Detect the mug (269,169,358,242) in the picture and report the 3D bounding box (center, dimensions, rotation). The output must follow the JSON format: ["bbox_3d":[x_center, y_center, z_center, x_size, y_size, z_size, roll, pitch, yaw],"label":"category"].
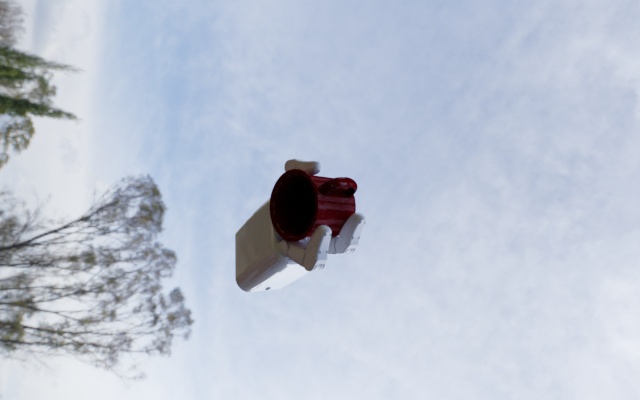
[{"bbox_3d":[0.001,0.001,0.626,0.081,0.093,0.117,4,-32,-45],"label":"mug"}]
